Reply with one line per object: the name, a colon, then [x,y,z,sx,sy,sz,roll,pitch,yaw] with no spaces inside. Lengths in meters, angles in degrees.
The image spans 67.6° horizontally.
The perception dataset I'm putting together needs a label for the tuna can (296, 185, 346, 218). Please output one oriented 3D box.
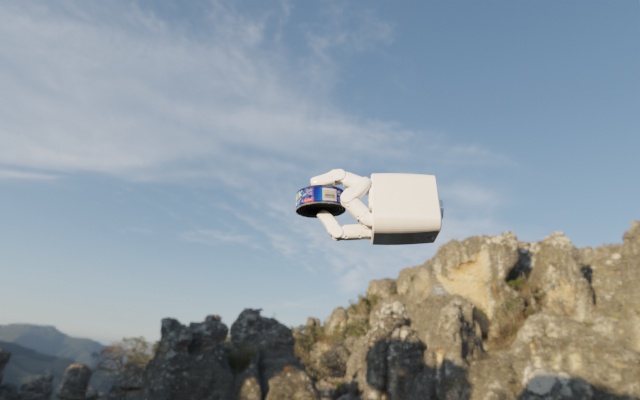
tuna can: [0.000,0.002,0.819,0.086,0.033,0.086,-1,-19,0]
